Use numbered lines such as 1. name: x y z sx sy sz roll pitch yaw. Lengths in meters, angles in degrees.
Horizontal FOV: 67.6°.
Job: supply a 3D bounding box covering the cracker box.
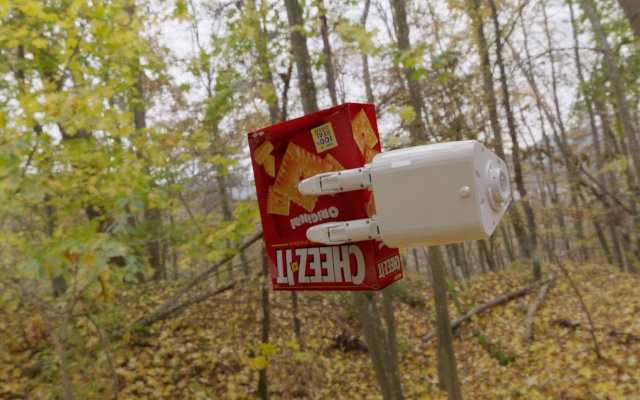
1. cracker box: 0.000 0.002 0.593 0.164 0.213 0.072 -8 2 37
